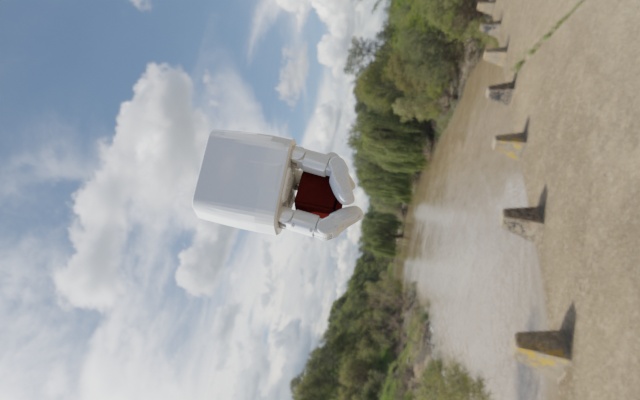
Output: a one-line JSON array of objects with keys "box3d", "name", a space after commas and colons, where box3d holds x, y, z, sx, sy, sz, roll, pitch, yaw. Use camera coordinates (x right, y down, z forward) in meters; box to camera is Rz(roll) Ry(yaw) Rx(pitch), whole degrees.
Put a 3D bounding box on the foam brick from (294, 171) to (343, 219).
[{"box3d": [0.000, 0.002, 0.605, 0.051, 0.053, 0.078, 10, -28, 7], "name": "foam brick"}]
